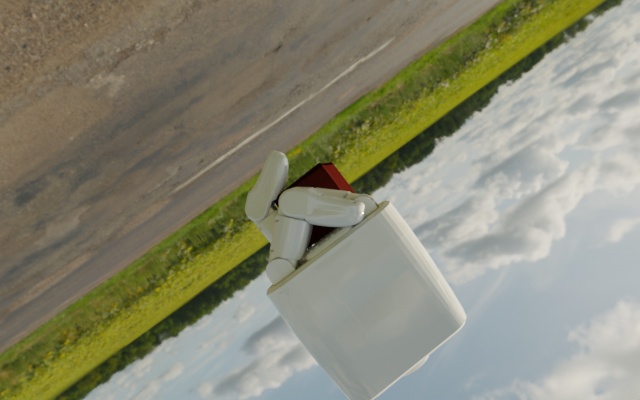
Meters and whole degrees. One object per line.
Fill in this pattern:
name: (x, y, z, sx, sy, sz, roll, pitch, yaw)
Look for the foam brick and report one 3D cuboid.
foam brick: (0.000, 0.001, 0.425, 0.053, 0.051, 0.078, -38, -1, 10)
